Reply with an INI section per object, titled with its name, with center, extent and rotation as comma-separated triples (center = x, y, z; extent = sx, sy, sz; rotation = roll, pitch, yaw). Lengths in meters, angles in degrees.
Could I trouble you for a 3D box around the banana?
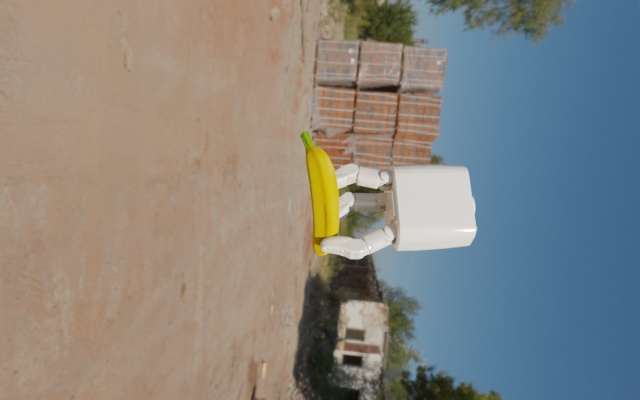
[banana]
center = 0.004, 0.009, 0.640
extent = 0.037, 0.198, 0.069
rotation = -9, 32, -8
